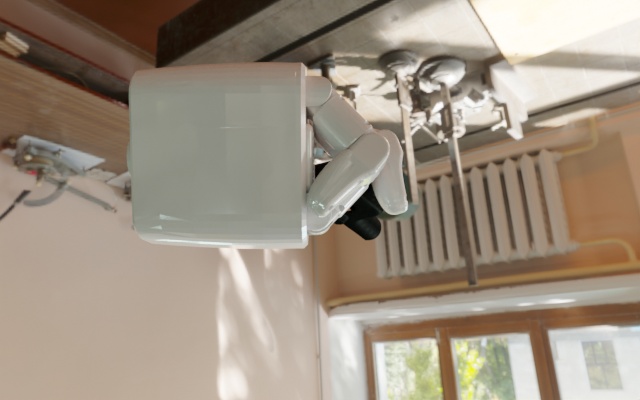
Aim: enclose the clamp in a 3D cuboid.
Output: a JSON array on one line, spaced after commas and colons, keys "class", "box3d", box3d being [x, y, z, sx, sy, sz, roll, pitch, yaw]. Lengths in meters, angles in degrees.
[{"class": "clamp", "box3d": [0.000, 0.002, 0.411, 0.120, 0.039, 0.171, 2, -18, 1]}]
